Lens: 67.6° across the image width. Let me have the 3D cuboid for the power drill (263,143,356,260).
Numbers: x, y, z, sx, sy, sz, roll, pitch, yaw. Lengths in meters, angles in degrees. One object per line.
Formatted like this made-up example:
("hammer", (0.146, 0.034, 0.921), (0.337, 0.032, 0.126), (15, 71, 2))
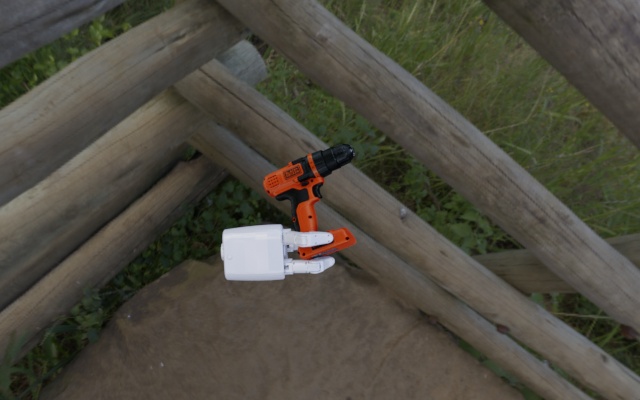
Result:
("power drill", (0.000, 0.003, 0.881), (0.184, 0.187, 0.057), (-23, -17, 14))
